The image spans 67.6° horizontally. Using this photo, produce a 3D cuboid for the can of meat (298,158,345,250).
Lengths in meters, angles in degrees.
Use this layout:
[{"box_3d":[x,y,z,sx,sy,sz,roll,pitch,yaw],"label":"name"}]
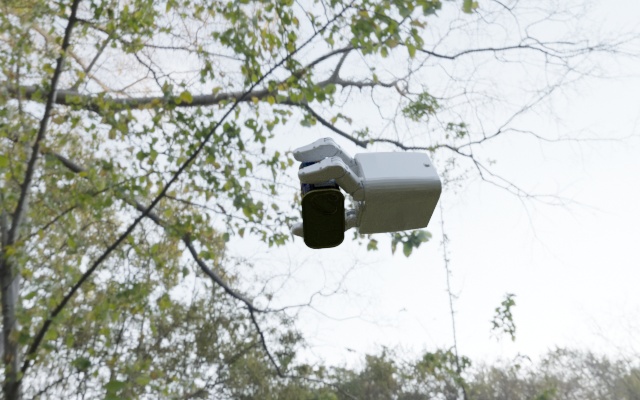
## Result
[{"box_3d":[0.000,0.002,0.664,0.057,0.102,0.084,-5,38,-4],"label":"can of meat"}]
